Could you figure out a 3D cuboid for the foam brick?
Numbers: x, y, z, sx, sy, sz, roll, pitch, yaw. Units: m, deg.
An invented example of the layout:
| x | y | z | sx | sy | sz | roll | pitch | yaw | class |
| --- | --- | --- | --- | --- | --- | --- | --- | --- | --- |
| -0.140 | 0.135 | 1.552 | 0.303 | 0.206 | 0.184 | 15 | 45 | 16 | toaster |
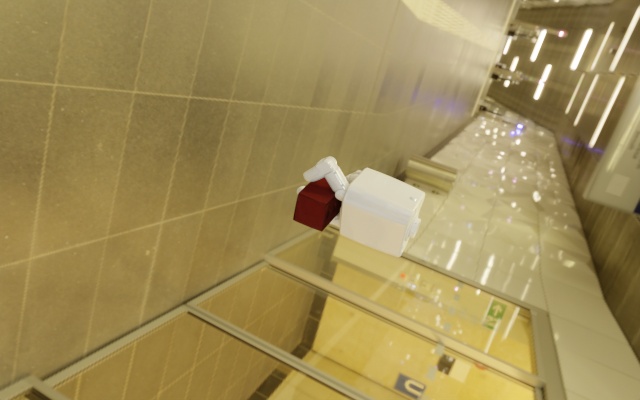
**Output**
| x | y | z | sx | sy | sz | roll | pitch | yaw | class |
| --- | --- | --- | --- | --- | --- | --- | --- | --- | --- |
| 0.000 | 0.003 | 0.756 | 0.051 | 0.053 | 0.078 | 24 | 36 | 17 | foam brick |
